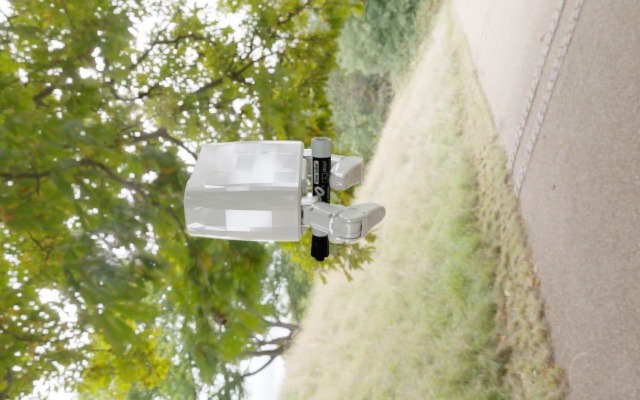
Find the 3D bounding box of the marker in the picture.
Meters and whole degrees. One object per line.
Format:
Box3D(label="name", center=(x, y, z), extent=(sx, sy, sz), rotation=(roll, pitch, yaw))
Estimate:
Box3D(label="marker", center=(0.000, 0.001, 0.451), extent=(0.020, 0.121, 0.020), rotation=(1, 20, 0))
